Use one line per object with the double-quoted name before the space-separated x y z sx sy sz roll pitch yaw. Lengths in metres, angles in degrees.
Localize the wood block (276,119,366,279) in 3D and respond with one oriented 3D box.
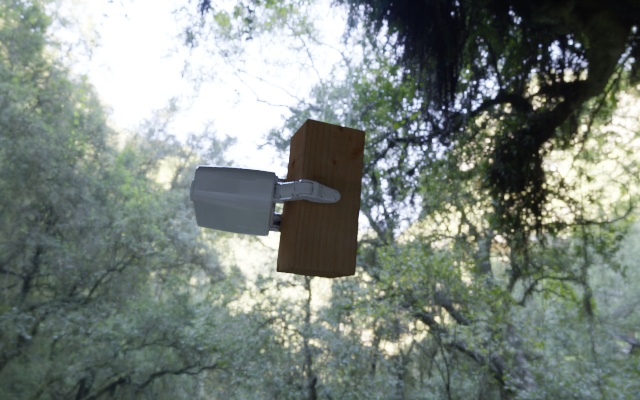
"wood block" 0.000 0.002 0.683 0.090 0.206 0.091 10 -14 -18
